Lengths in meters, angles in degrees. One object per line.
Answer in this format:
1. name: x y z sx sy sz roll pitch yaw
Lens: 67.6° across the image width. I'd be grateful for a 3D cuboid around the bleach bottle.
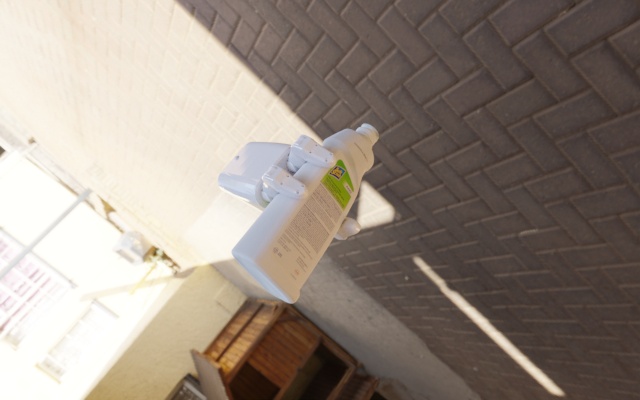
1. bleach bottle: 0.000 0.002 0.618 0.068 0.250 0.103 14 -32 47
